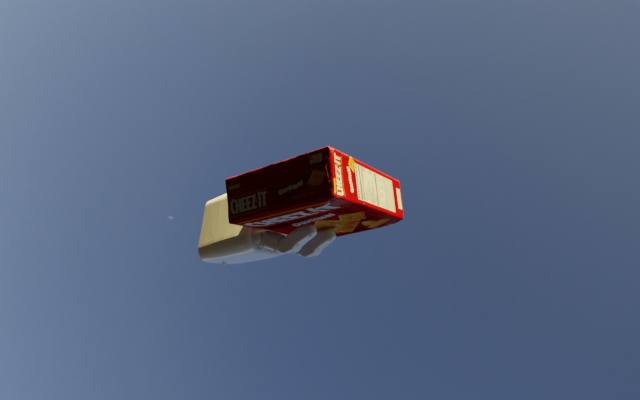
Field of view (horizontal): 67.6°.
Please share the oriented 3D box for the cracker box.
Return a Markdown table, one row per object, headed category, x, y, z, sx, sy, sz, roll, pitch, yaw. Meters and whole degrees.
| category | x | y | z | sx | sy | sz | roll | pitch | yaw |
| --- | --- | --- | --- | --- | --- | --- | --- | --- | --- |
| cracker box | 0.000 | 0.002 | 0.673 | 0.164 | 0.072 | 0.214 | -15 | -17 | 29 |
